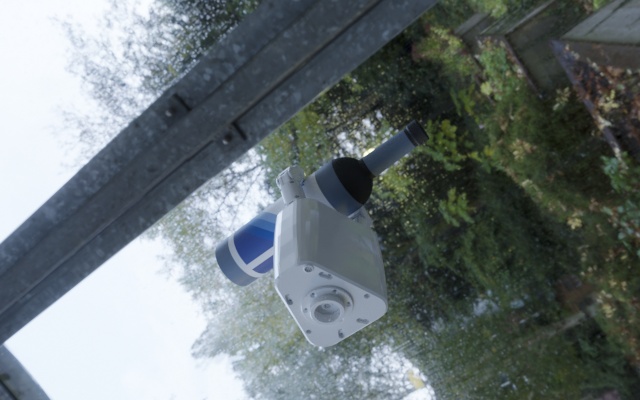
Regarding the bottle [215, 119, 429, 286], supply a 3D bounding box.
[{"bbox_3d":[0.000,0.002,0.577,0.296,0.069,0.069,-36,-13,18],"label":"bottle"}]
